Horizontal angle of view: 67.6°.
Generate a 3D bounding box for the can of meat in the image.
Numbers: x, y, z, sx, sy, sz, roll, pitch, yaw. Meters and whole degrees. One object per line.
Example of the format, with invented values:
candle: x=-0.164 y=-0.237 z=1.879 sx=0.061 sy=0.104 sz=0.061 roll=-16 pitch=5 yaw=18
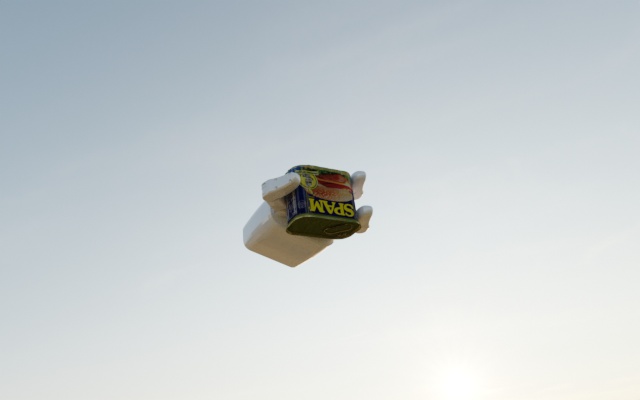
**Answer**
can of meat: x=0.000 y=0.002 z=0.660 sx=0.102 sy=0.084 sz=0.057 roll=9 pitch=-32 yaw=-28
